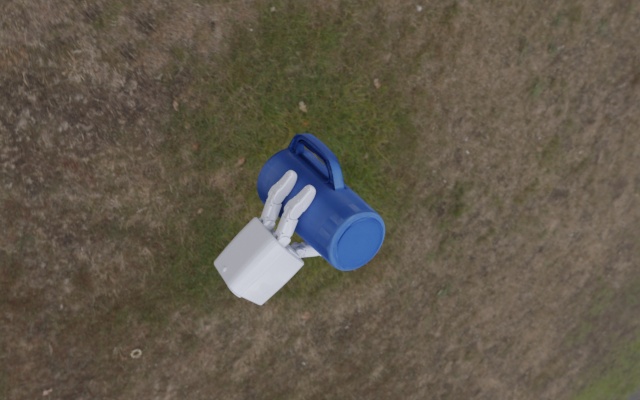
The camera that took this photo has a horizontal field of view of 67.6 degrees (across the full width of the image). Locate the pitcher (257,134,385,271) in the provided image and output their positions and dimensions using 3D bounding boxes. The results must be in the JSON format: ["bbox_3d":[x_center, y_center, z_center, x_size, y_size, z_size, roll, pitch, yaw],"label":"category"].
[{"bbox_3d":[0.000,0.003,0.816,0.242,0.145,0.149,41,-6,47],"label":"pitcher"}]
